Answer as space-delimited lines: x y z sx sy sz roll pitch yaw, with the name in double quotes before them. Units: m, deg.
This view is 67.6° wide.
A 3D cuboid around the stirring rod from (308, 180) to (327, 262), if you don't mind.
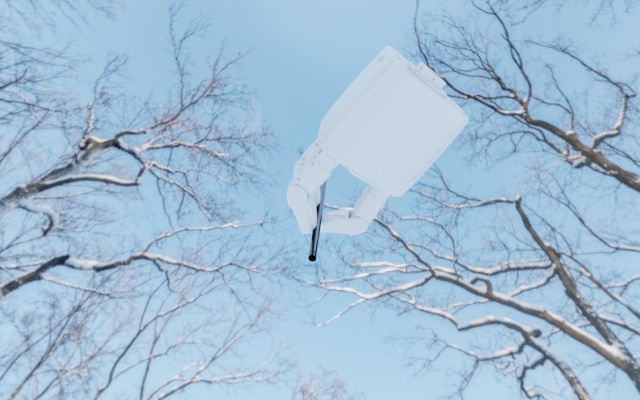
"stirring rod" 0.000 0.002 0.560 0.011 0.011 0.239 0 26 4
